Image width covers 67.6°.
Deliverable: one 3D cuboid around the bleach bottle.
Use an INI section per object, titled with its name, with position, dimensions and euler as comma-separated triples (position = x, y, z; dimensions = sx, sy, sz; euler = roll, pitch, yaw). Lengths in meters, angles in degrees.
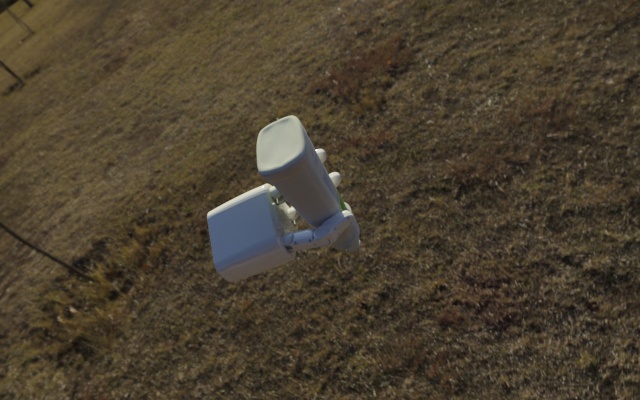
[bleach bottle]
position = 0.000, 0.002, 0.677
dimensions = 0.068, 0.102, 0.251
euler = -23, -46, 13
